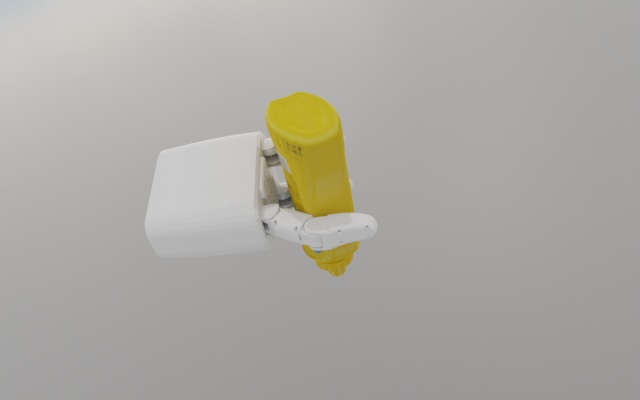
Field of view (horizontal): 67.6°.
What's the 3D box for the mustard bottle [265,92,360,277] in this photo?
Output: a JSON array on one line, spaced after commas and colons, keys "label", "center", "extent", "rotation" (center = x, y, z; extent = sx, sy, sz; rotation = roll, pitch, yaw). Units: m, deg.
[{"label": "mustard bottle", "center": [0.000, 0.001, 0.452], "extent": [0.058, 0.192, 0.096], "rotation": [-23, 38, -13]}]
